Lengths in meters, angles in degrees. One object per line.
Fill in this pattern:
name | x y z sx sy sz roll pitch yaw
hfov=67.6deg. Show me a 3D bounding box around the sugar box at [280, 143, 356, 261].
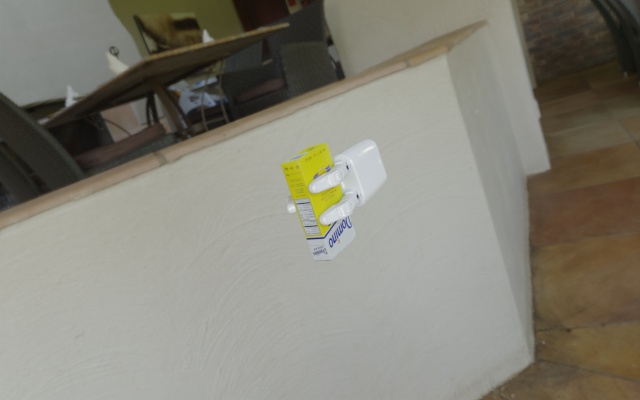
sugar box | 0.001 0.002 0.796 0.048 0.176 0.093 -10 18 37
